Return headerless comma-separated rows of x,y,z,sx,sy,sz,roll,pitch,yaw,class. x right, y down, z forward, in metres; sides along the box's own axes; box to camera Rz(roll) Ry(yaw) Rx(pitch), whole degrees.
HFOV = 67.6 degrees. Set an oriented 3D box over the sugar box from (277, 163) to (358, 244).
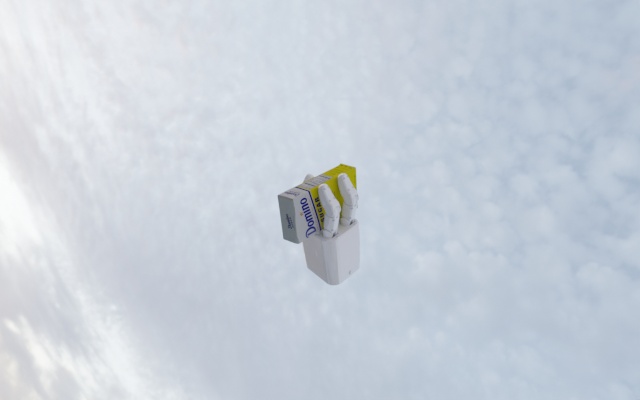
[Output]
0.001,0.003,0.896,0.048,0.093,0.176,16,33,37,sugar box
